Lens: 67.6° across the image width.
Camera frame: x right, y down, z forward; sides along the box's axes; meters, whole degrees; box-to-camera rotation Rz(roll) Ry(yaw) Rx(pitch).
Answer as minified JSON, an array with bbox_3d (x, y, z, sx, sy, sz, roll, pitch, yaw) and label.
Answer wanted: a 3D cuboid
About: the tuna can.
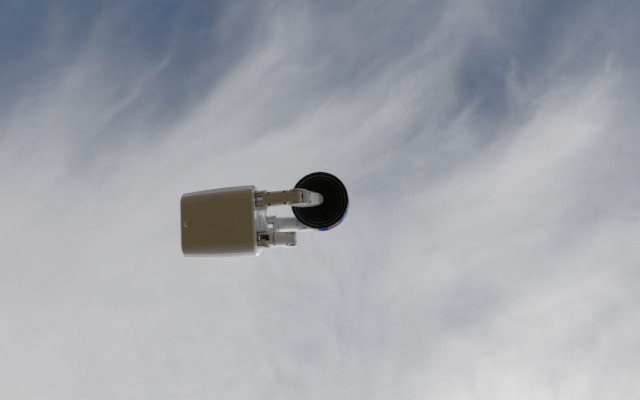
[{"bbox_3d":[0.000,0.002,0.713,0.086,0.086,0.034,0,-11,8],"label":"tuna can"}]
